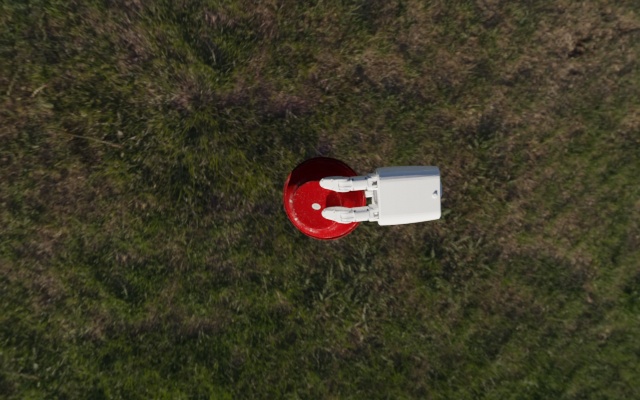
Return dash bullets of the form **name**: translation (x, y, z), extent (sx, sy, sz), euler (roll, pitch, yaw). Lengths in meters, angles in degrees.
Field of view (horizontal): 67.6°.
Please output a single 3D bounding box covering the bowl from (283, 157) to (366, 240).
- **bowl**: translation (-0.001, 0.003, 0.878), extent (0.162, 0.162, 0.055), euler (0, 13, 15)
